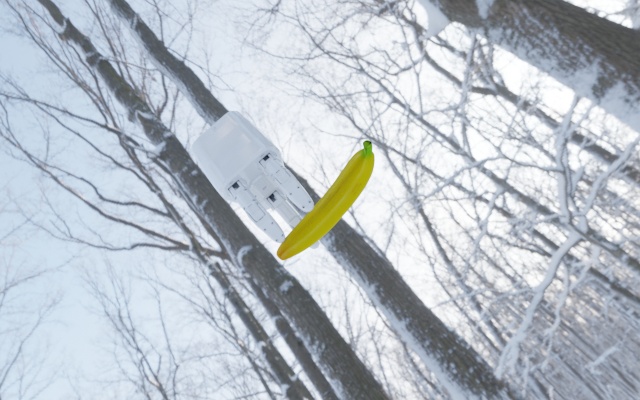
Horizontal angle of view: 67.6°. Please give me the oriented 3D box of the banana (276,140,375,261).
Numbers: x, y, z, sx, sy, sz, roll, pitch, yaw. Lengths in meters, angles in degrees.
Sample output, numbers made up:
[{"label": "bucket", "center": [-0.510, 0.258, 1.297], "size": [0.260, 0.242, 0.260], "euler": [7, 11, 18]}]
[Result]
[{"label": "banana", "center": [0.013, 0.001, 0.621], "size": [0.069, 0.198, 0.037], "euler": [8, 34, -54]}]
